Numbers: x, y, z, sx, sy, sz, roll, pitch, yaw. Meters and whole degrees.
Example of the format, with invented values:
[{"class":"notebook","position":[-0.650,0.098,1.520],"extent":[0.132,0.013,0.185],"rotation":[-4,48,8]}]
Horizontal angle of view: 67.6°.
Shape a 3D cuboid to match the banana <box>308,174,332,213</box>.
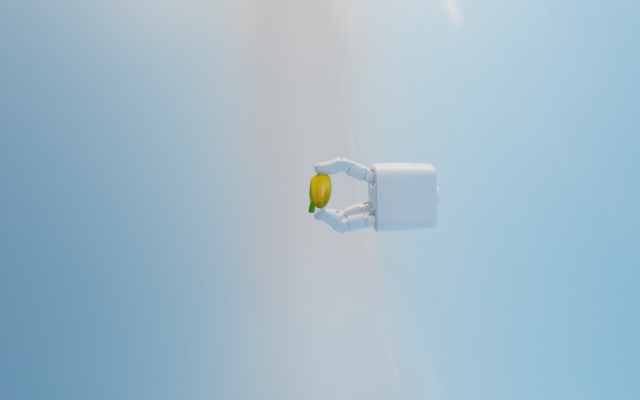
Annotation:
[{"class":"banana","position":[0.000,-0.016,0.835],"extent":[0.037,0.069,0.198],"rotation":[1,-4,-3]}]
